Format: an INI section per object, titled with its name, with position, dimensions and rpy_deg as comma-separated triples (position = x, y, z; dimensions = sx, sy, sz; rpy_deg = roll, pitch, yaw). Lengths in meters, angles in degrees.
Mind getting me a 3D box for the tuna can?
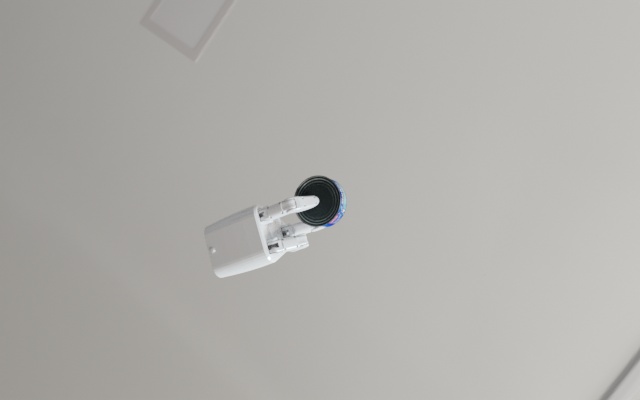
[tuna can]
position = 0.000, 0.003, 0.800
dimensions = 0.086, 0.086, 0.034
rpy_deg = 0, -6, 24
